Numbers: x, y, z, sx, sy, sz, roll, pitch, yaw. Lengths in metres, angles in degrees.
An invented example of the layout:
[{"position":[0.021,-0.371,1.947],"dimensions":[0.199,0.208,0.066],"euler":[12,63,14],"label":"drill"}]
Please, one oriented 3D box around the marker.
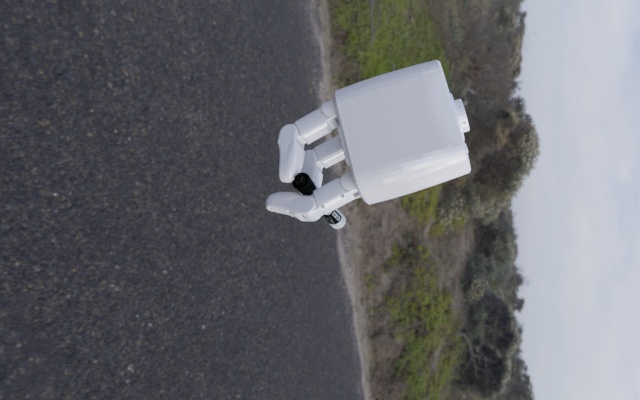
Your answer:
[{"position":[0.000,0.002,0.511],"dimensions":[0.020,0.020,0.121],"euler":[0,-23,22],"label":"marker"}]
